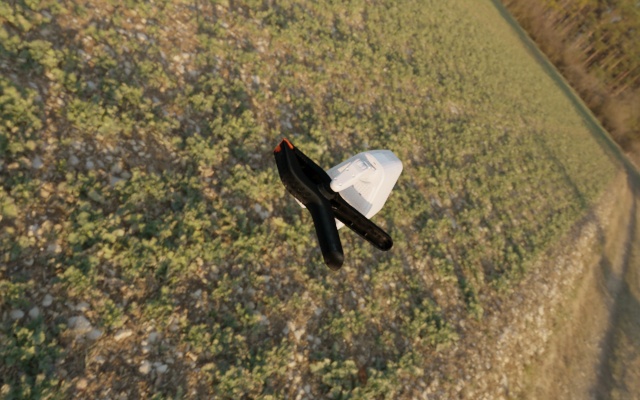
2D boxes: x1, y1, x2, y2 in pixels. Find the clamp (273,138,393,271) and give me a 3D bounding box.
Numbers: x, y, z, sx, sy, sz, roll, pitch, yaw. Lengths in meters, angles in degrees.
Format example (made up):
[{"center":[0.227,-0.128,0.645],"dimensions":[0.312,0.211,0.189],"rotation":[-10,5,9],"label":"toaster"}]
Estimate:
[{"center":[0.000,0.001,0.634],"dimensions":[0.036,0.210,0.164],"rotation":[-46,-12,24],"label":"clamp"}]
